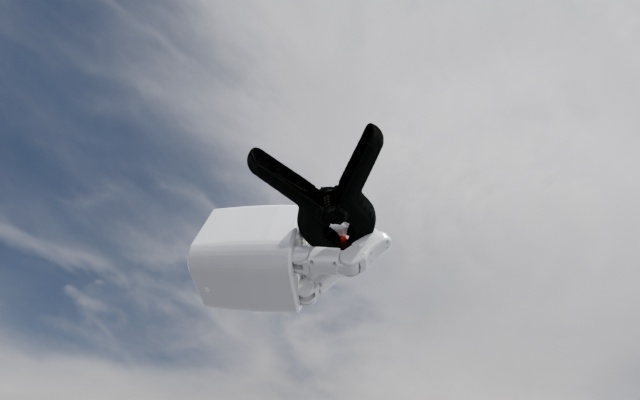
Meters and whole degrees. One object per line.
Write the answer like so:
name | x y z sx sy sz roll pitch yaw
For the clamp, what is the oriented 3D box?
clamp | 0.000 0.001 0.463 0.120 0.172 0.039 0 43 6
